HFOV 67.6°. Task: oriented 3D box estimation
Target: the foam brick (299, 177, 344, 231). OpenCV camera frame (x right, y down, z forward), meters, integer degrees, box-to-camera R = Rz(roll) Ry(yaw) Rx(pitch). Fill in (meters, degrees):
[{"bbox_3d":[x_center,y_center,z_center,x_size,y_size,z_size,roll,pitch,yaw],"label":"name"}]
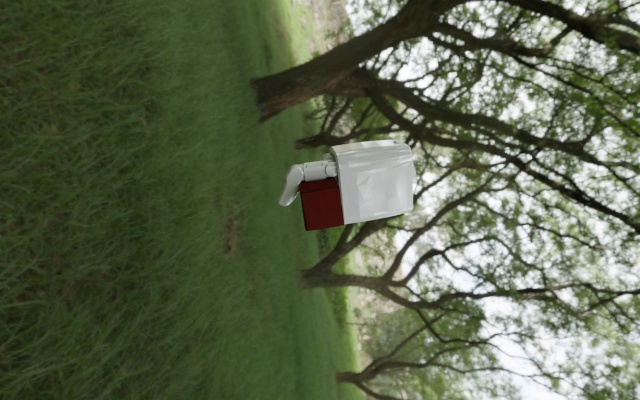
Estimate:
[{"bbox_3d":[0.000,0.002,0.642,0.051,0.053,0.078,-8,15,-2],"label":"foam brick"}]
